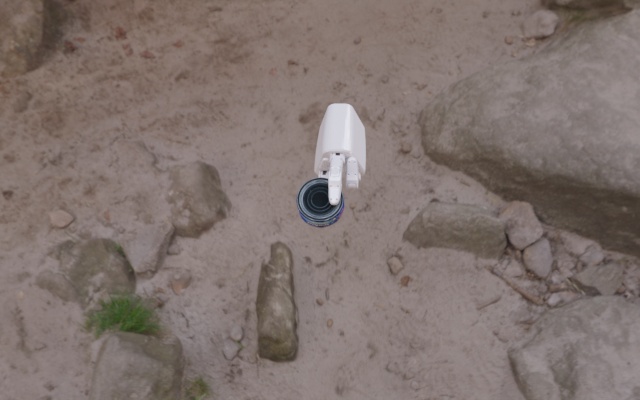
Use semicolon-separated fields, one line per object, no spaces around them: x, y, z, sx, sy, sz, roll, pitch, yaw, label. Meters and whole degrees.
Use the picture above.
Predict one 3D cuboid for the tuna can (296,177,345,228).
0.000;0.003;0.849;0.086;0.086;0.034;0;-21;3;tuna can
